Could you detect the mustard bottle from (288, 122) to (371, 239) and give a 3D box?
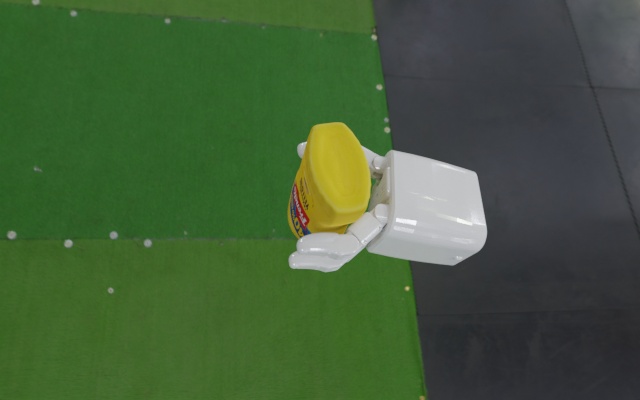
[{"bbox_3d":[0.000,0.002,0.525,0.058,0.096,0.192,-10,-19,-16],"label":"mustard bottle"}]
